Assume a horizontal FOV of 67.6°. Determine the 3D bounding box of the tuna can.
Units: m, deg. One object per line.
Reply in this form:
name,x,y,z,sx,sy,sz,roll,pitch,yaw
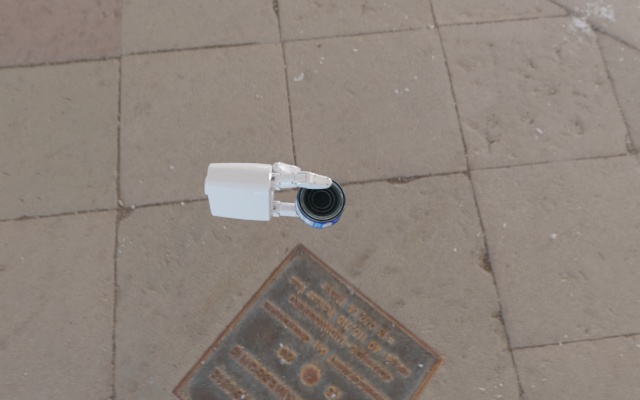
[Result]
tuna can,0.000,0.002,0.815,0.086,0.086,0.034,0,-20,-8
